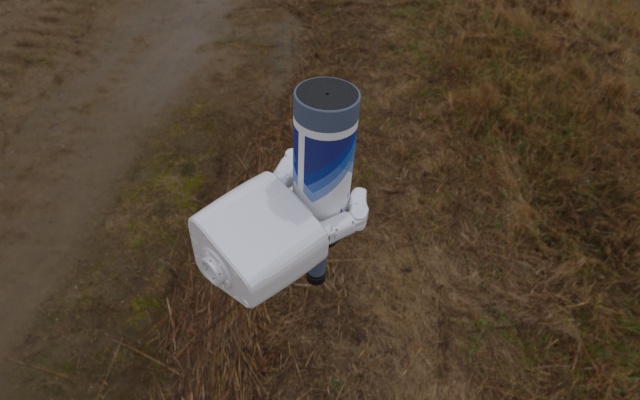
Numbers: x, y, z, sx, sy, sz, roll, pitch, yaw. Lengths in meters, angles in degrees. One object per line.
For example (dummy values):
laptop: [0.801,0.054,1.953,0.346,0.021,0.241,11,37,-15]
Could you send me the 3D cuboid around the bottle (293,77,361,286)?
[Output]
bottle: [0.000,0.002,0.568,0.069,0.296,0.069,2,43,-2]
